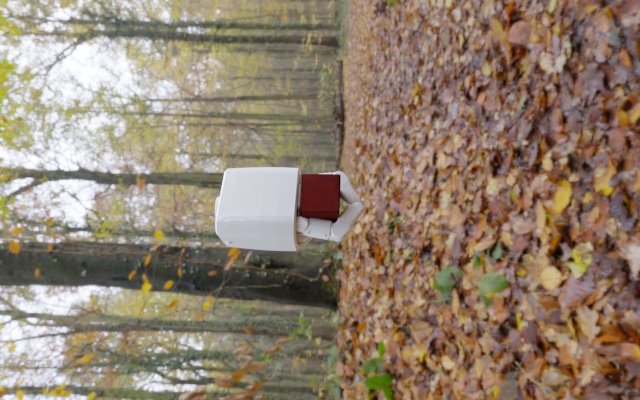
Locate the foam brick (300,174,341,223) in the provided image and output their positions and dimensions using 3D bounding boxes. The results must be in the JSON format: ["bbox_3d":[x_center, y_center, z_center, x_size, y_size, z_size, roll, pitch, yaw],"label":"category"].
[{"bbox_3d":[0.000,0.002,0.642,0.051,0.053,0.078,2,-19,1],"label":"foam brick"}]
